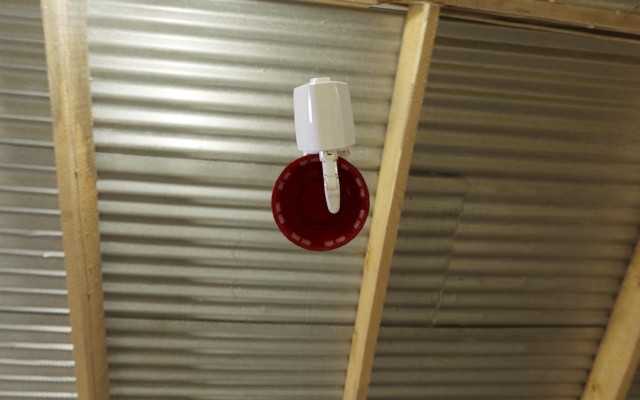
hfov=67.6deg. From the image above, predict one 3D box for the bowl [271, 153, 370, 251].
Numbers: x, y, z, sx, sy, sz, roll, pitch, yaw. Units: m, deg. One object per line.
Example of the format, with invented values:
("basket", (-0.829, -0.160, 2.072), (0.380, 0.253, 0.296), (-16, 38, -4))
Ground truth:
("bowl", (0.000, 0.004, 0.804), (0.162, 0.162, 0.055), (0, 0, 0))
